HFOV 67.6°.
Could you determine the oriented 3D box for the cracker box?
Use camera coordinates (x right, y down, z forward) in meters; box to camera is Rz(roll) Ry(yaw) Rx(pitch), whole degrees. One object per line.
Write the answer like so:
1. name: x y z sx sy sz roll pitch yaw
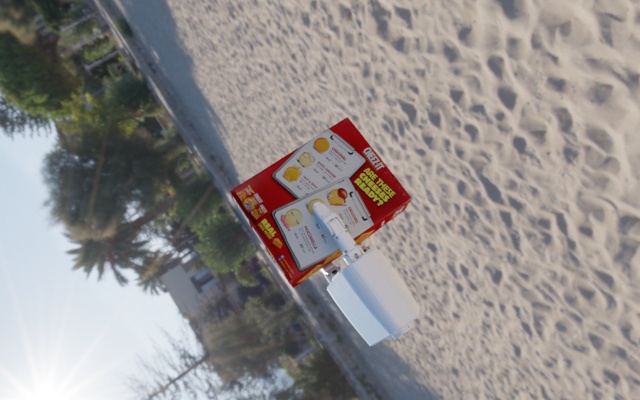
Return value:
1. cracker box: 0.000 0.002 0.719 0.213 0.164 0.072 -34 -14 -11
